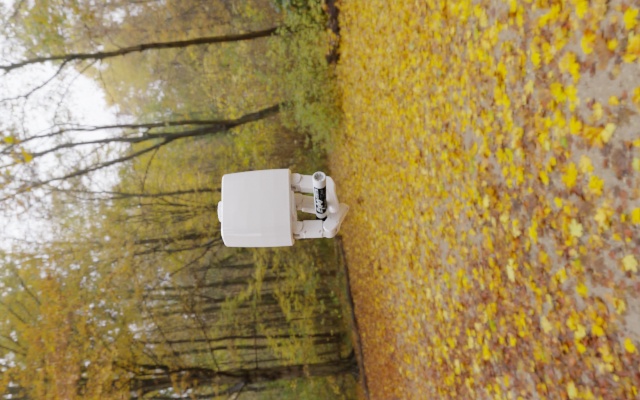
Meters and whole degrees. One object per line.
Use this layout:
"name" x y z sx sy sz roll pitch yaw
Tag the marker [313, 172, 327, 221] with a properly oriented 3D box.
"marker" 0.000 0.002 0.701 0.020 0.020 0.121 0 -35 2
